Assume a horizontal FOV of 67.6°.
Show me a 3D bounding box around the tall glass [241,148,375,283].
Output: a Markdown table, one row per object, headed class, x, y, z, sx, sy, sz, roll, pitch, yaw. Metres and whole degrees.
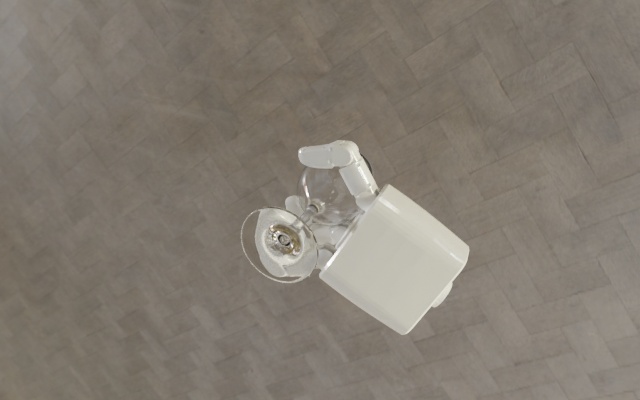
| class | x | y | z | sx | sy | sz | roll | pitch | yaw |
| --- | --- | --- | --- | --- | --- | --- | --- | --- | --- |
| tall glass | 0.000 | 0.002 | 0.495 | 0.079 | 0.079 | 0.201 | 0 | 23 | 23 |
